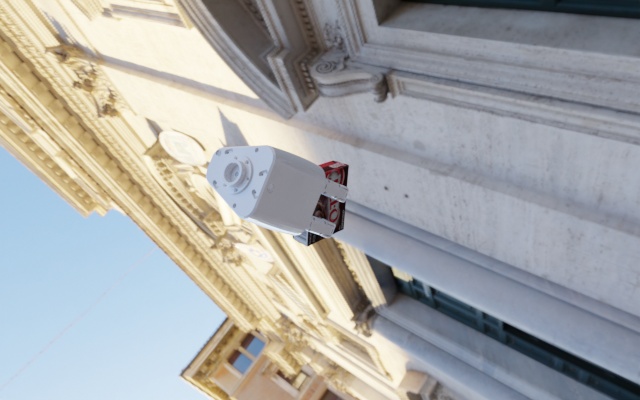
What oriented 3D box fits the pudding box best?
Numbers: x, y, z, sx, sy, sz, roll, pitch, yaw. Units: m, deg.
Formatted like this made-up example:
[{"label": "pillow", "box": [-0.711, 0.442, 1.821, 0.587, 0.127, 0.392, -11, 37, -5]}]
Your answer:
[{"label": "pudding box", "box": [0.000, 0.002, 0.728, 0.039, 0.113, 0.090, 23, 29, 35]}]
